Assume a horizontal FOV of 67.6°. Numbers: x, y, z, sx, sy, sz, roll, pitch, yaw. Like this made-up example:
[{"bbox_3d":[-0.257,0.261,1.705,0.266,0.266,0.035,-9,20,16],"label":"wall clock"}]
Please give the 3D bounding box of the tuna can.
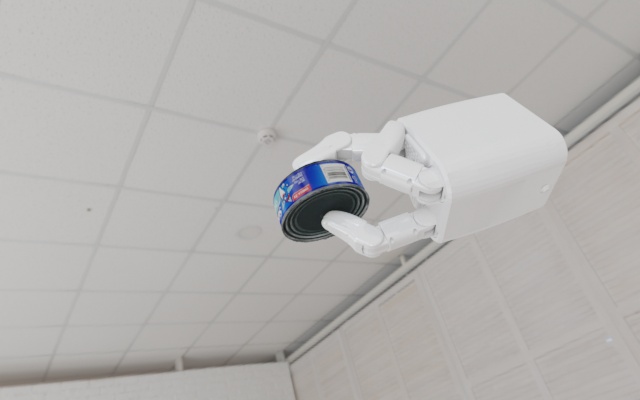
[{"bbox_3d":[0.000,0.001,0.445,0.086,0.033,0.086,-16,-33,-11],"label":"tuna can"}]
